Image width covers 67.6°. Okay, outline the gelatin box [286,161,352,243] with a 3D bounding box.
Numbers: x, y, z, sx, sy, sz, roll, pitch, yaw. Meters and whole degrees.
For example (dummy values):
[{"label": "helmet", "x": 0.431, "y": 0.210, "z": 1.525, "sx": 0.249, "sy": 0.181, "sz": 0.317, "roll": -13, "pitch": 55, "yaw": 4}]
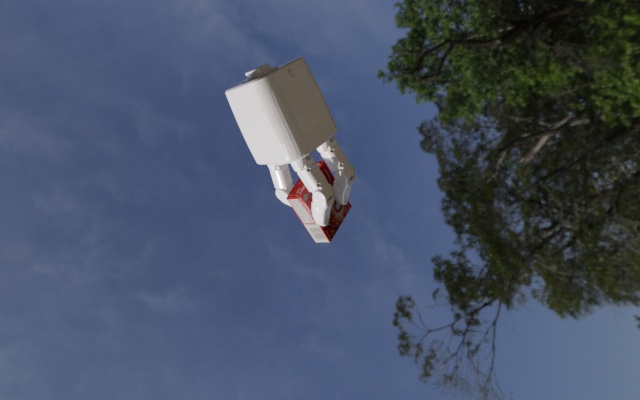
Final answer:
[{"label": "gelatin box", "x": 0.000, "y": 0.002, "z": 0.656, "sx": 0.030, "sy": 0.089, "sz": 0.073, "roll": -3, "pitch": 41, "yaw": 39}]
